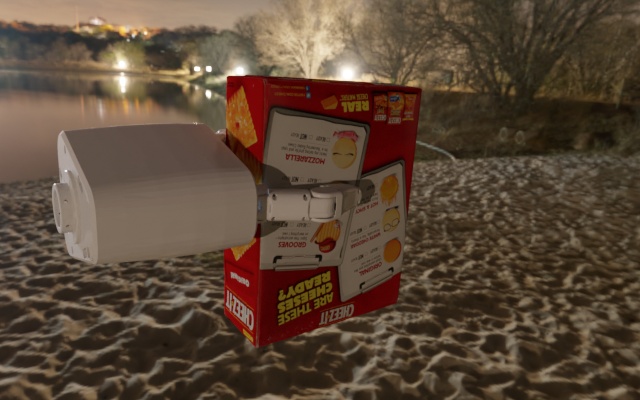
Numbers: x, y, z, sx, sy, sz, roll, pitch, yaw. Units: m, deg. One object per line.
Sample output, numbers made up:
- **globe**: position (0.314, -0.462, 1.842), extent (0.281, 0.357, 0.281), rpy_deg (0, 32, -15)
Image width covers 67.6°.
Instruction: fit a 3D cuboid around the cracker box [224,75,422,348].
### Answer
- **cracker box**: position (0.000, 0.001, 0.428), extent (0.164, 0.214, 0.072), rpy_deg (-7, 19, -35)
